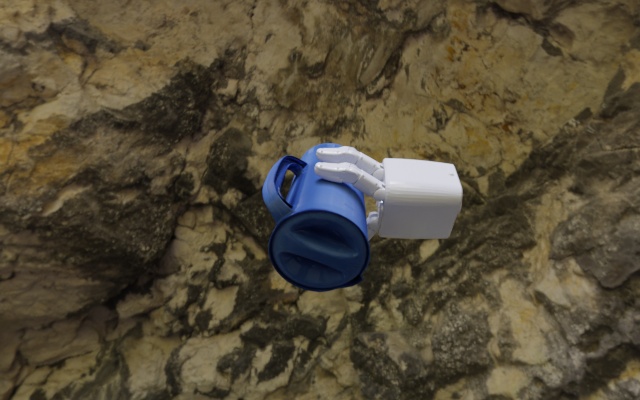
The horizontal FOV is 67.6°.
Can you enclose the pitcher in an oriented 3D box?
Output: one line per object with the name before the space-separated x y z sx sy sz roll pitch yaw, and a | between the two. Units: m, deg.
pitcher | 0.000 0.002 0.711 0.145 0.149 0.242 4 31 2
